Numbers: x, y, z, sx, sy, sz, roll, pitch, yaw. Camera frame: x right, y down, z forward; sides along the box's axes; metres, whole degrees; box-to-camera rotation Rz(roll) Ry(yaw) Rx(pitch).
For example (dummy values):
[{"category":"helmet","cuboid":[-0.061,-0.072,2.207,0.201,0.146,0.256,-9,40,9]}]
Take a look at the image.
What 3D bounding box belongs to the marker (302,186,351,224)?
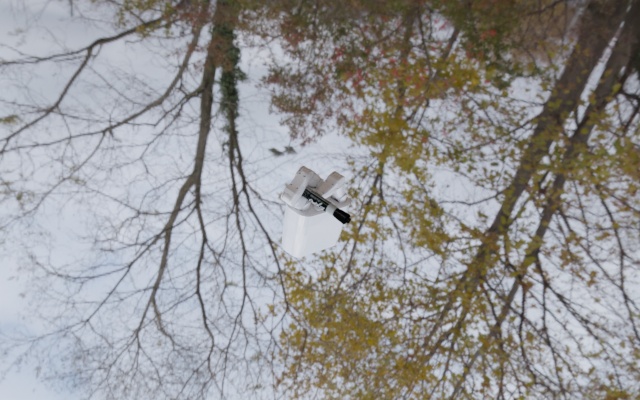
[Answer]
[{"category":"marker","cuboid":[0.000,0.002,0.774,0.121,0.020,0.020,33,16,25]}]
